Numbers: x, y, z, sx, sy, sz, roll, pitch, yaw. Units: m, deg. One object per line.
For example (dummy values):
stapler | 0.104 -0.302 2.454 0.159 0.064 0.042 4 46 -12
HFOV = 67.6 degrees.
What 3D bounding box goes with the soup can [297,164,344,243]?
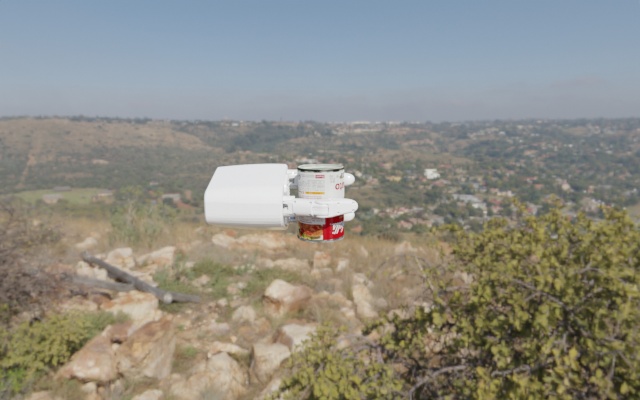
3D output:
soup can | 0.001 0.002 0.678 0.068 0.102 0.068 0 11 0
